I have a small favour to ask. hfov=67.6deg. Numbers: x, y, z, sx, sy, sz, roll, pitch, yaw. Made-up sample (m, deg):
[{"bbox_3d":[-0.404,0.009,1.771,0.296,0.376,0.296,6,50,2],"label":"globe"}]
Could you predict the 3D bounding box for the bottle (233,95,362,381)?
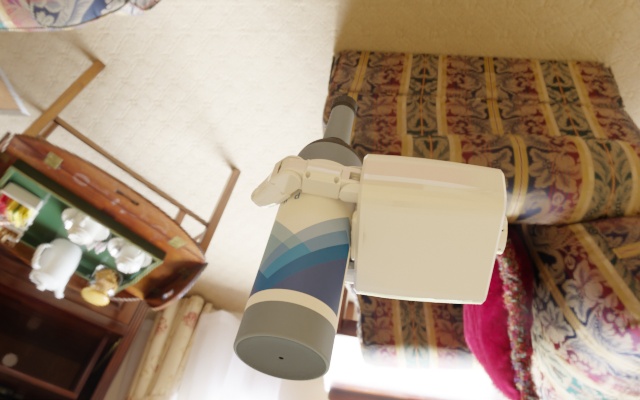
[{"bbox_3d":[0.000,0.002,0.418,0.069,0.295,0.069,8,-43,7],"label":"bottle"}]
